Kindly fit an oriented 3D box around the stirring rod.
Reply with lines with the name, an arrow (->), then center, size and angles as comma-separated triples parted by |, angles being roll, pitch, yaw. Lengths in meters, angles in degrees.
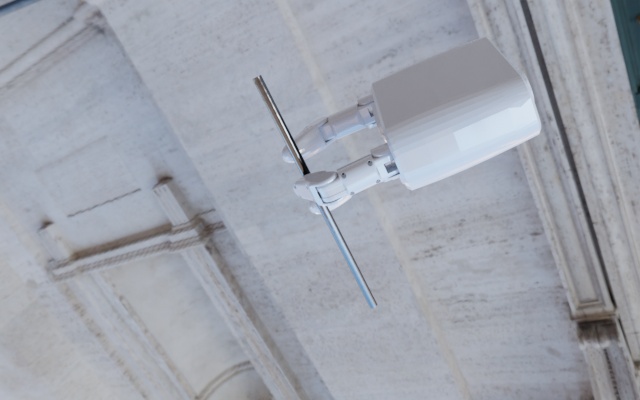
stirring rod -> 0.000, 0.001, 0.426 | 0.011, 0.240, 0.011 | -24, 19, 9
